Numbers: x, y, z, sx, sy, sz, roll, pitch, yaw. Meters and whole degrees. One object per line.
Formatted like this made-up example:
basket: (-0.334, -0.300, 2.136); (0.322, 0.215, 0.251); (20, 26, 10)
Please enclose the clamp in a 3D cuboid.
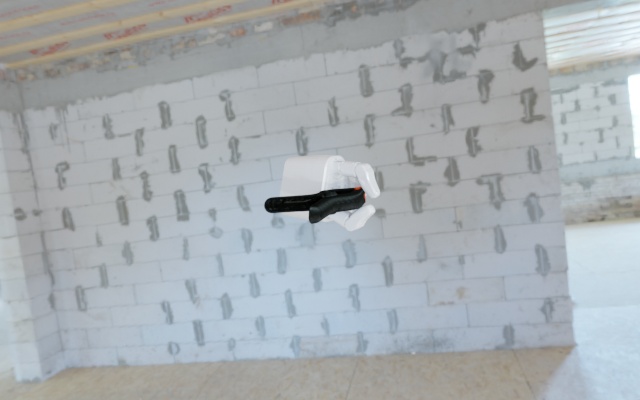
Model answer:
clamp: (0.000, 0.002, 0.752); (0.120, 0.039, 0.171); (15, 17, 38)
